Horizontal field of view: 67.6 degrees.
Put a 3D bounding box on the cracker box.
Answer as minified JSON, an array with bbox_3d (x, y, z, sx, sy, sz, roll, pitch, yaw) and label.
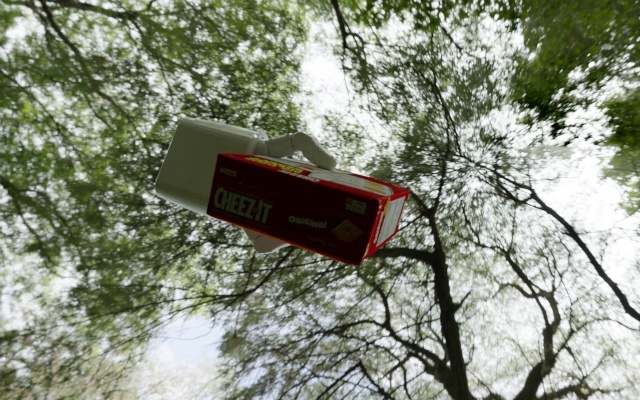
[{"bbox_3d":[0.000,0.002,0.536,0.164,0.072,0.213,16,9,16],"label":"cracker box"}]
